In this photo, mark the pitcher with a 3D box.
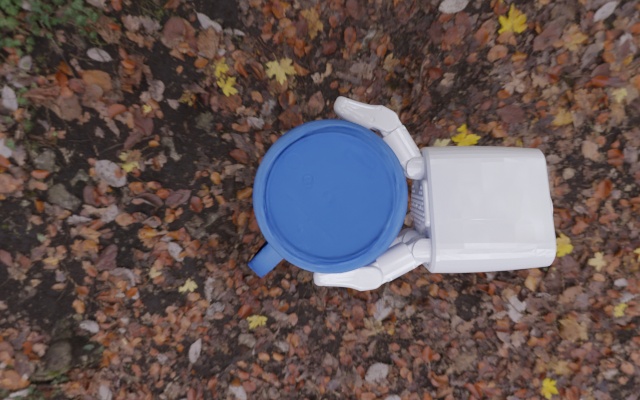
[{"bbox_3d":[0.000,0.001,0.440,0.145,0.149,0.243,0,2,1],"label":"pitcher"}]
